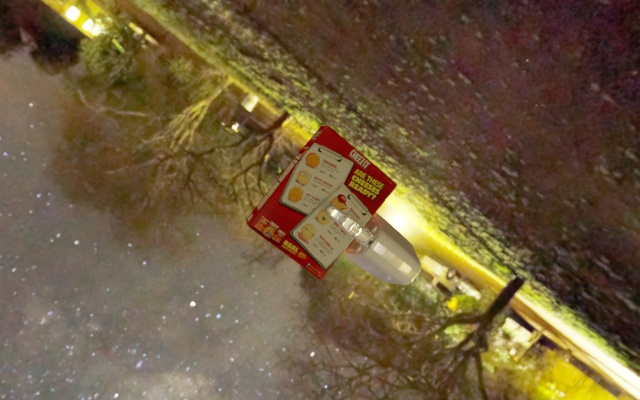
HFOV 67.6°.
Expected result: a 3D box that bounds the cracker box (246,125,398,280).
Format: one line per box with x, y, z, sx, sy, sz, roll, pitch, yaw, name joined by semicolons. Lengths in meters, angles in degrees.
0.000;0.003;0.829;0.164;0.213;0.072;38;0;-15;cracker box
